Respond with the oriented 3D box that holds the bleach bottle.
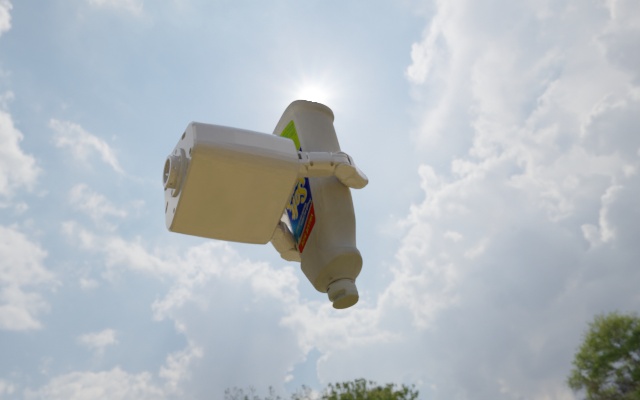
[{"bbox_3d":[0.000,0.002,0.549,0.068,0.250,0.103,9,-44,-30],"label":"bleach bottle"}]
